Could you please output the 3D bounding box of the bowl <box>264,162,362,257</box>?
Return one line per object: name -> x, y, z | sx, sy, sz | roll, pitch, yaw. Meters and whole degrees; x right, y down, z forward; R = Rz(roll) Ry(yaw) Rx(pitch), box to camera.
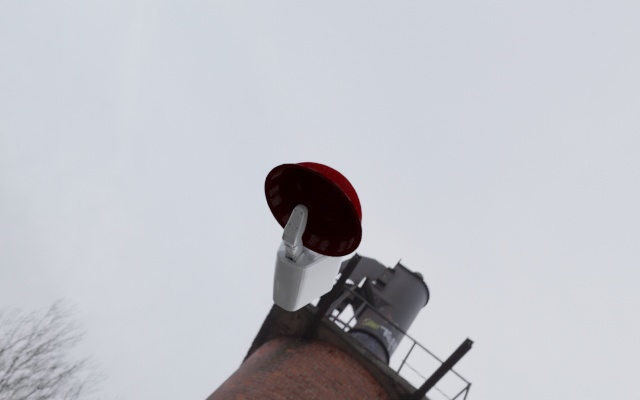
bowl -> 0.001, 0.001, 0.674 | 0.162, 0.162, 0.055 | 0, 36, 42
